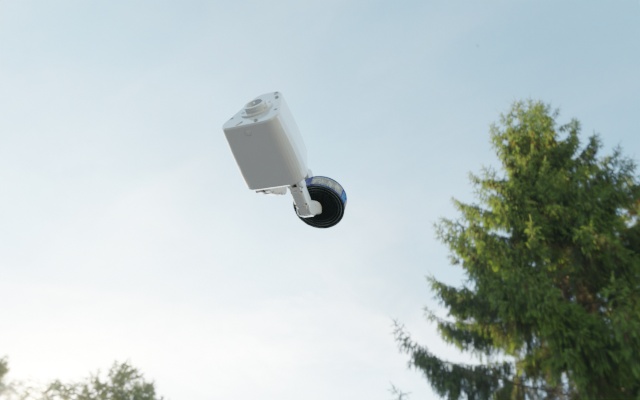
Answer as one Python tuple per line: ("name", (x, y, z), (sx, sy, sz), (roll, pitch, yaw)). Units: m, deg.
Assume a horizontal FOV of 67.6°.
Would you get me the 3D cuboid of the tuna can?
("tuna can", (0.000, 0.002, 0.785), (0.086, 0.086, 0.033), (0, 34, 15))
